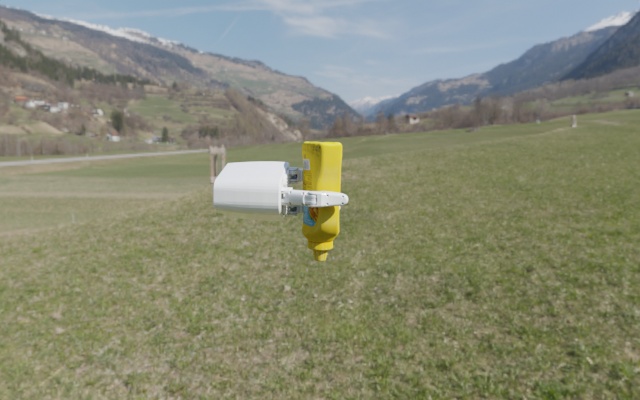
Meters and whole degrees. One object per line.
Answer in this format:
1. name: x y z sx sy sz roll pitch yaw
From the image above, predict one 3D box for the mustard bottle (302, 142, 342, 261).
1. mustard bottle: 0.000 0.002 0.766 0.058 0.191 0.096 -1 7 -20
